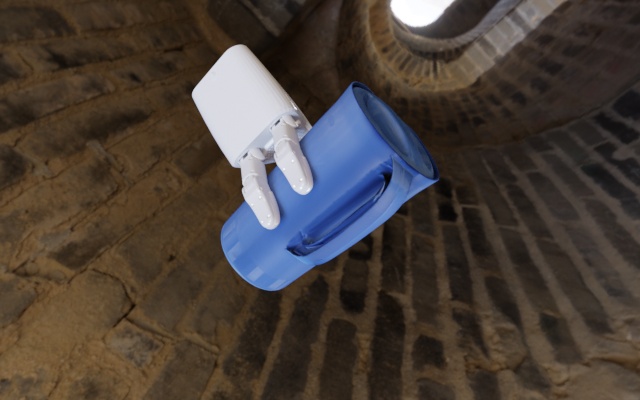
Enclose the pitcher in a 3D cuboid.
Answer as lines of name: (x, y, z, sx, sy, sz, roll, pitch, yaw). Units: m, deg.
pitcher: (0.000, 0.002, 0.529, 0.243, 0.145, 0.149, -42, -17, 24)
